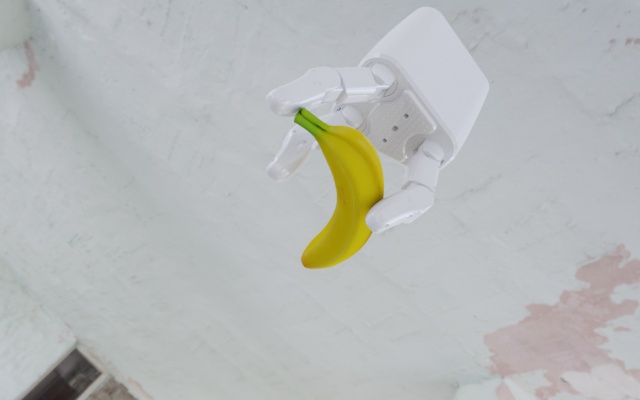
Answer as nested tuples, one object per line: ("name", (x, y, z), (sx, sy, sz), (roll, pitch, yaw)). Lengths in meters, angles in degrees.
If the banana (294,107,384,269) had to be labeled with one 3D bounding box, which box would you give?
("banana", (0.017, 0.006, 0.398), (0.069, 0.037, 0.198), (22, -38, 17))
